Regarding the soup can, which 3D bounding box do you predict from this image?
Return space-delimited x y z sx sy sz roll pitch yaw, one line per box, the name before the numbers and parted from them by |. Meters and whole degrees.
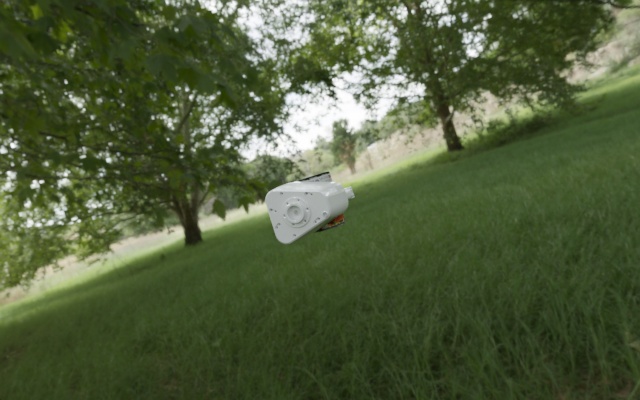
soup can | 0.000 0.003 0.897 0.068 0.102 0.068 -17 2 1
